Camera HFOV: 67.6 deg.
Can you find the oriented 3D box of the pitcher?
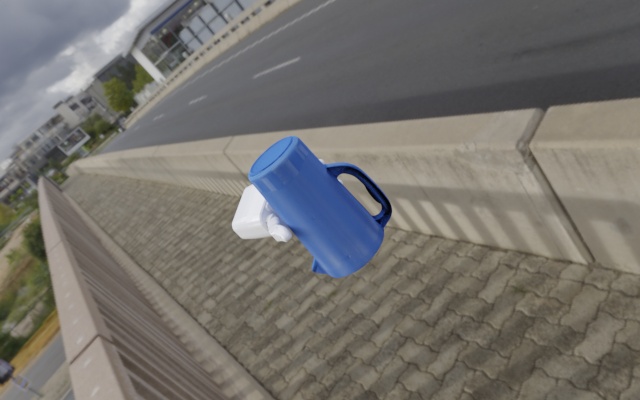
[{"bbox_3d":[0.000,0.003,0.826,0.145,0.149,0.243,-13,-55,49],"label":"pitcher"}]
